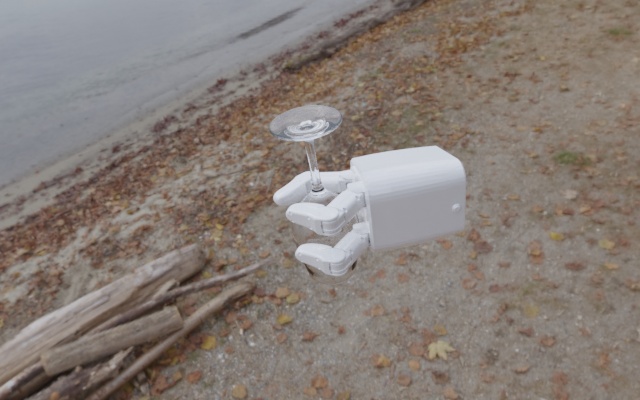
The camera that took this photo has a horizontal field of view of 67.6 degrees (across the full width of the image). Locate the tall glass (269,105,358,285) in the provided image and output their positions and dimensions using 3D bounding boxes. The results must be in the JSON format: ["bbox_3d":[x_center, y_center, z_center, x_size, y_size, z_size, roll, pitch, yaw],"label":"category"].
[{"bbox_3d":[0.000,0.001,0.532,0.079,0.201,0.079,-7,35,5],"label":"tall glass"}]
